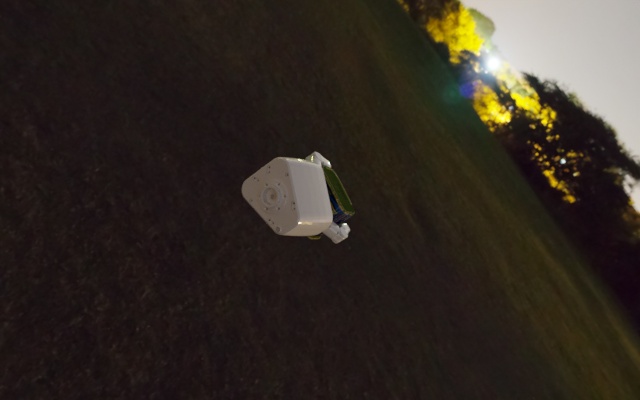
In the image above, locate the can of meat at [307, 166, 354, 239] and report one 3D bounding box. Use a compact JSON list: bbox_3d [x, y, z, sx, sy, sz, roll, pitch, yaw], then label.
[{"bbox_3d":[0.000,0.003,0.827,0.084,0.102,0.057,-34,-19,22],"label":"can of meat"}]
